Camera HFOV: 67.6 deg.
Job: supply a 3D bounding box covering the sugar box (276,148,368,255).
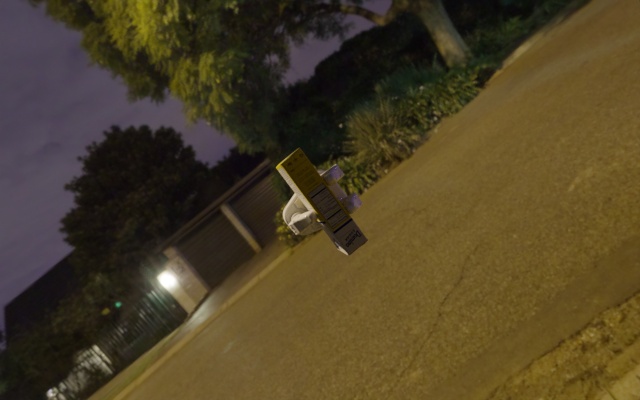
[{"bbox_3d":[0.000,0.002,0.760,0.048,0.176,0.093,-40,6,-6],"label":"sugar box"}]
